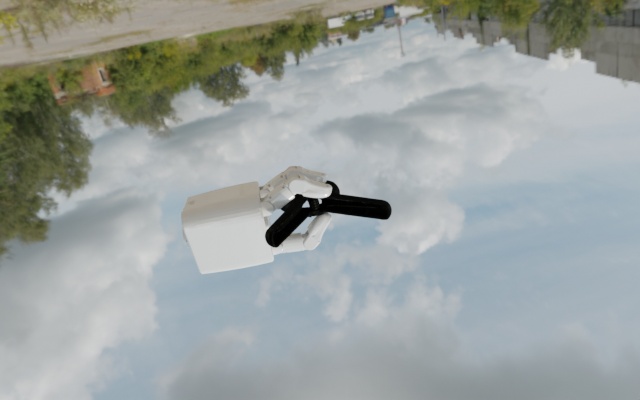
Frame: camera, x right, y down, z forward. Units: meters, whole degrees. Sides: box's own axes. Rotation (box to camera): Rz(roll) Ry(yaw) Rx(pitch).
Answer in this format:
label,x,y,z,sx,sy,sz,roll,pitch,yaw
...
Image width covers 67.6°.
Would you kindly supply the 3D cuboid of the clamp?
label,x,y,z,sx,sy,sz,roll,pitch,yaw
clamp,0.000,0.003,0.679,0.164,0.036,0.210,-10,20,-5
